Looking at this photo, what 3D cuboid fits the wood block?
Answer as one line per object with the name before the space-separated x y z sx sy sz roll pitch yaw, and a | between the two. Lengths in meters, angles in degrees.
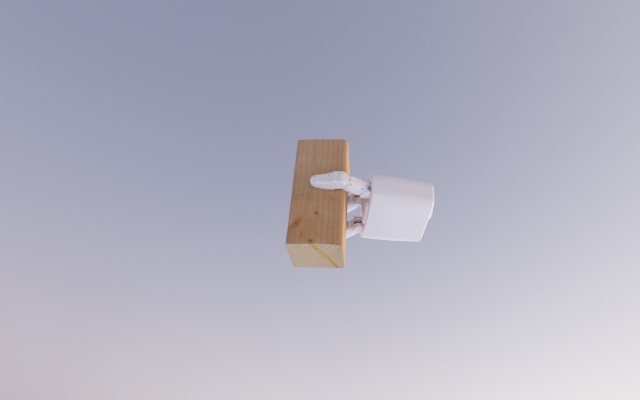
wood block | 0.000 0.003 0.822 0.090 0.206 0.091 1 -32 6
